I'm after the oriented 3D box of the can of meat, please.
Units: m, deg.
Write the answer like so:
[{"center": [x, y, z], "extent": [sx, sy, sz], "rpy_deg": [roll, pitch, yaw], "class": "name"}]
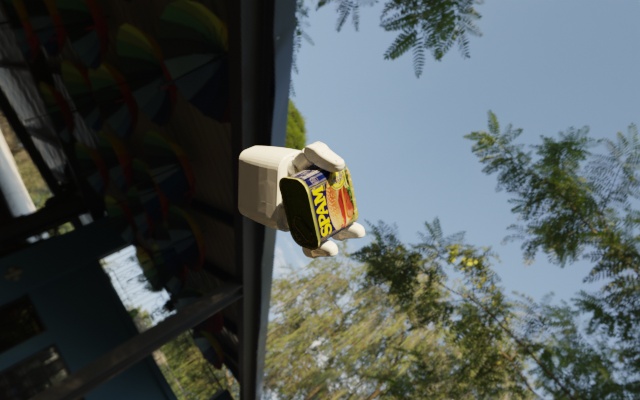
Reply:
[{"center": [0.000, 0.002, 0.646], "extent": [0.084, 0.102, 0.057], "rpy_deg": [-29, 26, -37], "class": "can of meat"}]
